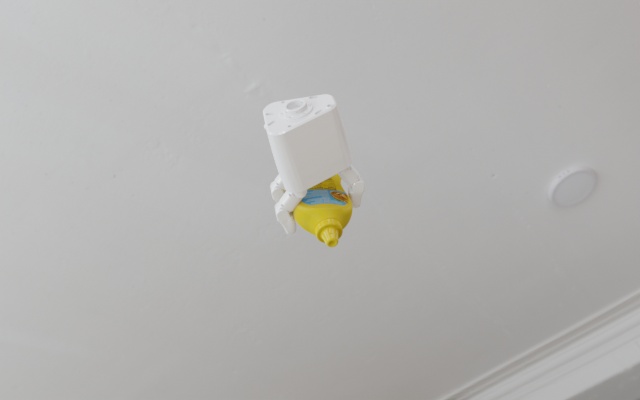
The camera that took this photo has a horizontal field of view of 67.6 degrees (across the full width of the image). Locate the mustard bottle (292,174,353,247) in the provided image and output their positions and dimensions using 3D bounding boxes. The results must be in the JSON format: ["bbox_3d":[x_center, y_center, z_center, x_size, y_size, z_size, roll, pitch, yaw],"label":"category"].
[{"bbox_3d":[0.000,0.003,0.767,0.096,0.058,0.191,2,38,-15],"label":"mustard bottle"}]
